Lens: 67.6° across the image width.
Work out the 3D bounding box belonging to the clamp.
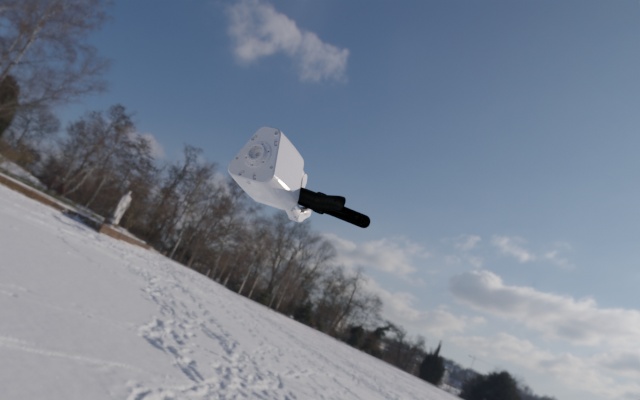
[{"bbox_3d":[0.000,0.002,0.870,0.171,0.039,0.120,16,-17,25],"label":"clamp"}]
